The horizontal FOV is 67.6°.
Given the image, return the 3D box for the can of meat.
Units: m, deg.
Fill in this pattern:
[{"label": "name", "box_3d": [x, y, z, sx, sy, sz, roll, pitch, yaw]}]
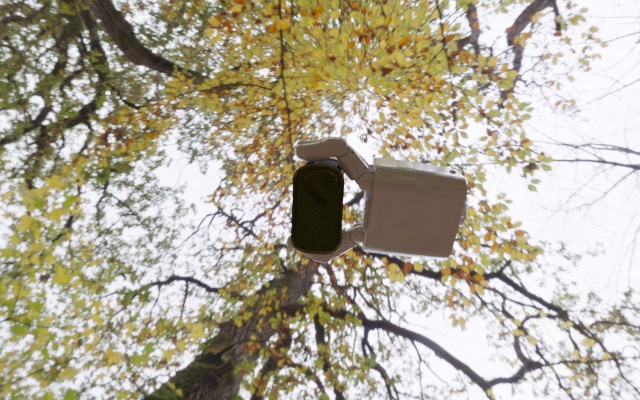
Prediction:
[{"label": "can of meat", "box_3d": [0.000, 0.002, 0.566, 0.057, 0.102, 0.084, 4, 13, 5]}]
